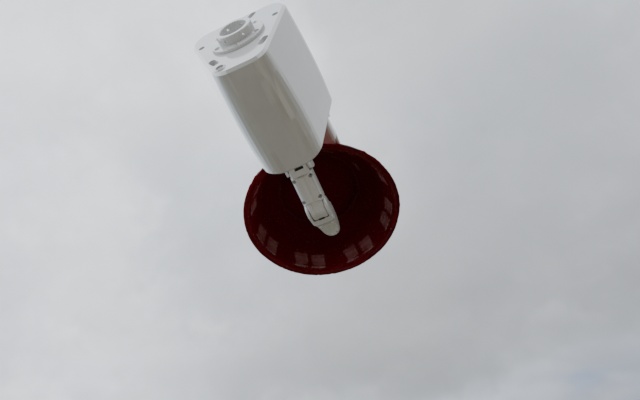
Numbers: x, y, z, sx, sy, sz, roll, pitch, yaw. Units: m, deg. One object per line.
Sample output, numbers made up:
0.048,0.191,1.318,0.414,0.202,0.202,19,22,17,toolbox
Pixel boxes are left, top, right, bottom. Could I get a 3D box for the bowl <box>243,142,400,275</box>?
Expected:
0.000,0.003,0.513,0.162,0.162,0.055,0,31,-5,bowl
